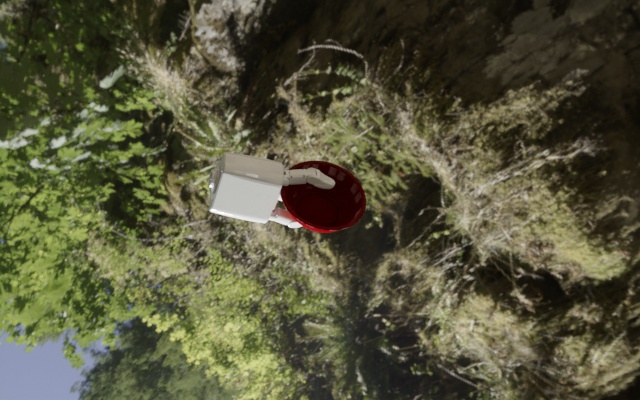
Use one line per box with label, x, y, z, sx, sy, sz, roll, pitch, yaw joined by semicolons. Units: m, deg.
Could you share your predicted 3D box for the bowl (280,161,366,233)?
bowl;0.001;0.004;0.882;0.162;0.162;0.055;0;-38;-16
